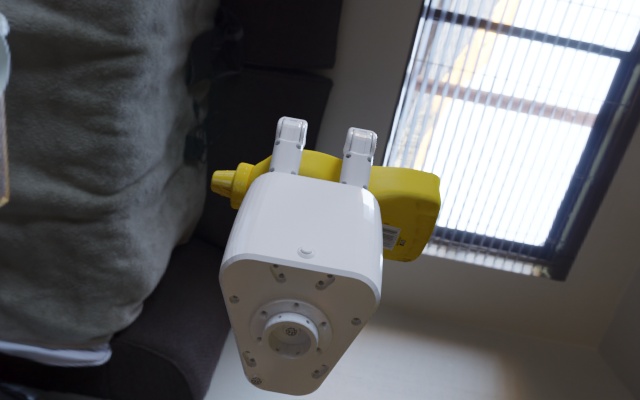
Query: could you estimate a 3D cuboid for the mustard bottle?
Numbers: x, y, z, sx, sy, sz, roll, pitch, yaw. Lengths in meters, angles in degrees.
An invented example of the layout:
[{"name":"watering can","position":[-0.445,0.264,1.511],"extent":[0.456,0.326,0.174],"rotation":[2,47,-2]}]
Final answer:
[{"name":"mustard bottle","position":[0.000,0.001,0.419],"extent":[0.191,0.058,0.096],"rotation":[10,-38,-1]}]
